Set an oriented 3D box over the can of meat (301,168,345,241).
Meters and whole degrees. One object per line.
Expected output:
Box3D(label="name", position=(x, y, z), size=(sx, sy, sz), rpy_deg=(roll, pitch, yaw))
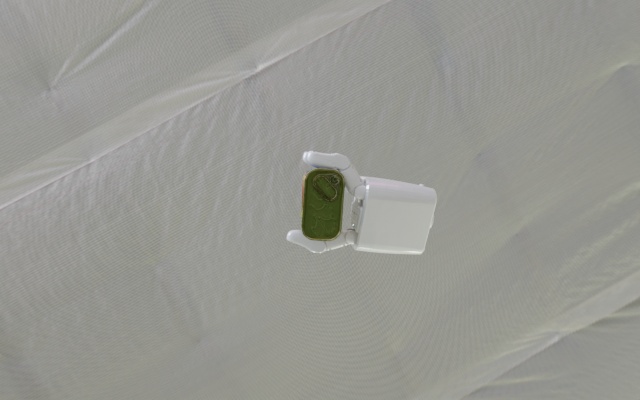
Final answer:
Box3D(label="can of meat", position=(0.000, 0.002, 0.707), size=(0.057, 0.102, 0.084), rpy_deg=(3, 6, -5))
